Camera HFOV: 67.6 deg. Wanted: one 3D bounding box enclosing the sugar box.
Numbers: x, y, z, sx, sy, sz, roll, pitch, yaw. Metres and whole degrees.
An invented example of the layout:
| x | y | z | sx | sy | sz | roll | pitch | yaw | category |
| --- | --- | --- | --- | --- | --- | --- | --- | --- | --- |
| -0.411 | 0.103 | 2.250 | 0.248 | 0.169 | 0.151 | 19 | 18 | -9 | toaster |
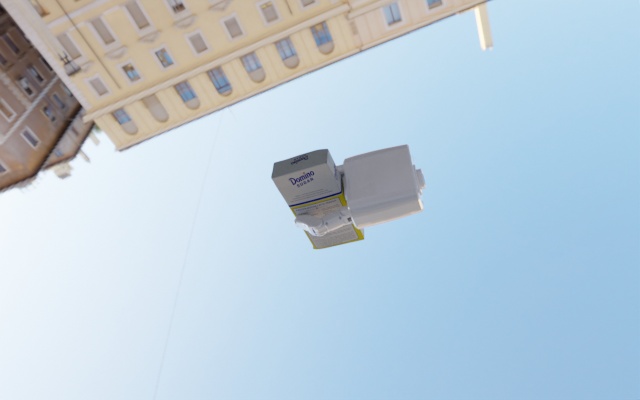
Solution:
| x | y | z | sx | sy | sz | roll | pitch | yaw | category |
| --- | --- | --- | --- | --- | --- | --- | --- | --- | --- |
| 0.000 | 0.002 | 0.767 | 0.093 | 0.176 | 0.048 | -14 | 39 | 16 | sugar box |
